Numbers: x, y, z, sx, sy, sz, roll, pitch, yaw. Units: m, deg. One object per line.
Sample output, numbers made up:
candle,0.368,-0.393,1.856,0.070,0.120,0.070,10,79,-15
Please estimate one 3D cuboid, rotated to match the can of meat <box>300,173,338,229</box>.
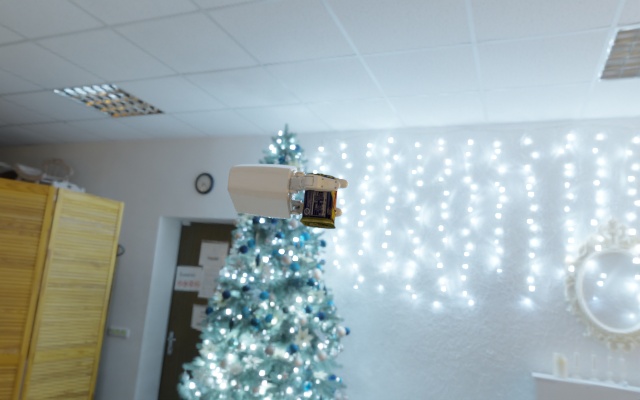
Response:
can of meat,0.000,0.002,0.840,0.057,0.084,0.102,4,-9,7
